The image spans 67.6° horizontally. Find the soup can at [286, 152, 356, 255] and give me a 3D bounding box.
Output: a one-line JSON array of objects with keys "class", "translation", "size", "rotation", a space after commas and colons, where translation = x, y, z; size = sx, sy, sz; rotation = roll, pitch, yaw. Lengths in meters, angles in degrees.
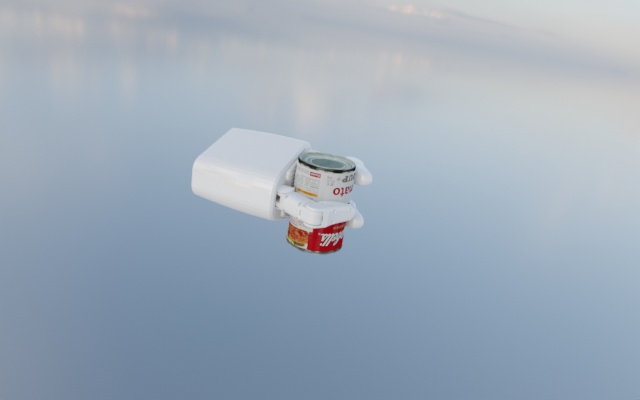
[{"class": "soup can", "translation": [0.001, 0.002, 0.550], "size": [0.068, 0.102, 0.068], "rotation": [8, 20, -3]}]
